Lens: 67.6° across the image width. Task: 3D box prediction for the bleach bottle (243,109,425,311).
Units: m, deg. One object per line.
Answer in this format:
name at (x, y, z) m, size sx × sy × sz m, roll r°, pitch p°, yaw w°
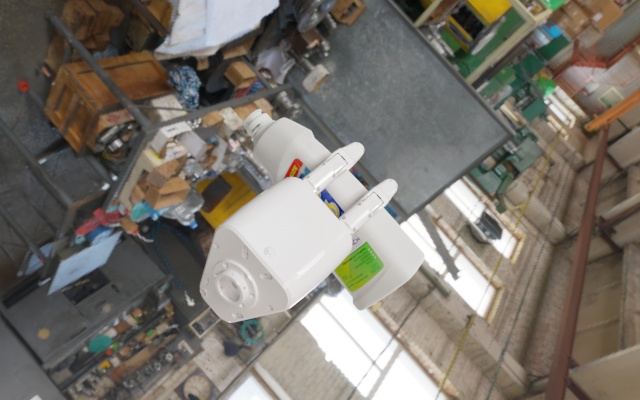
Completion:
bleach bottle at (0.000, 0.002, 0.549) m, size 0.103 × 0.251 × 0.068 m, roll -45°, pitch -4°, yaw 40°
